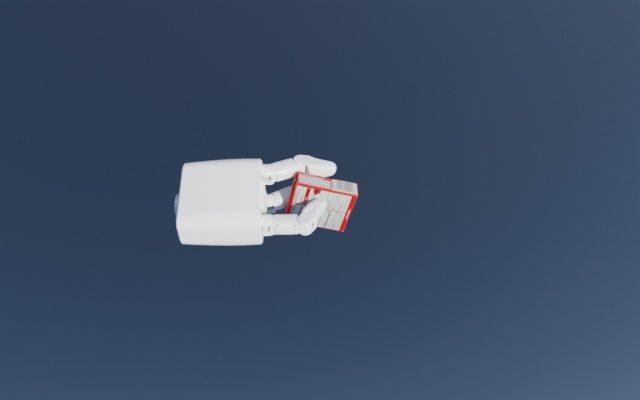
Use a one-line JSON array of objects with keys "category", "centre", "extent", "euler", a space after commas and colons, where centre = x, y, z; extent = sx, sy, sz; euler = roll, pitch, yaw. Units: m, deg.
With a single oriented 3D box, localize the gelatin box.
[{"category": "gelatin box", "centre": [0.000, 0.003, 0.670], "extent": [0.089, 0.073, 0.030], "euler": [11, 41, -8]}]
